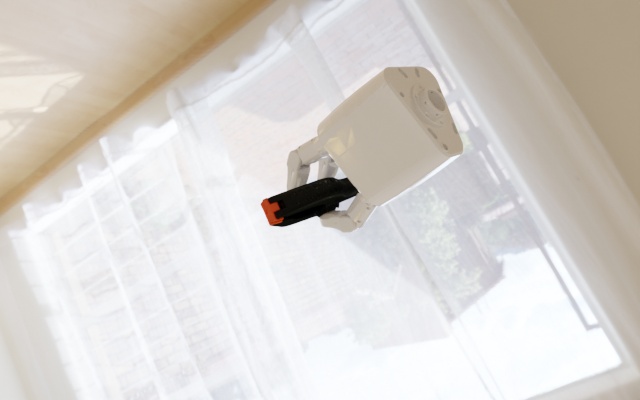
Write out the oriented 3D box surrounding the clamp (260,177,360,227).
[{"bbox_3d":[0.000,0.003,0.599,0.210,0.036,0.165,-16,-14,-45],"label":"clamp"}]
